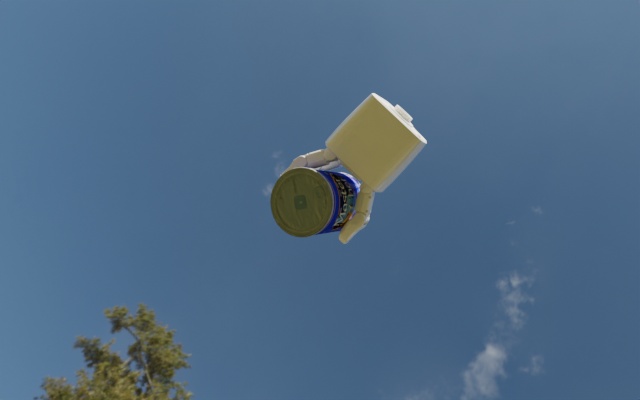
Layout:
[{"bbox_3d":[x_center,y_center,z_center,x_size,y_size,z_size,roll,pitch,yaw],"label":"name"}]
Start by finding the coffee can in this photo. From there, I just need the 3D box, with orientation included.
[{"bbox_3d":[0.000,0.003,0.757,0.103,0.103,0.140,0,0,25],"label":"coffee can"}]
